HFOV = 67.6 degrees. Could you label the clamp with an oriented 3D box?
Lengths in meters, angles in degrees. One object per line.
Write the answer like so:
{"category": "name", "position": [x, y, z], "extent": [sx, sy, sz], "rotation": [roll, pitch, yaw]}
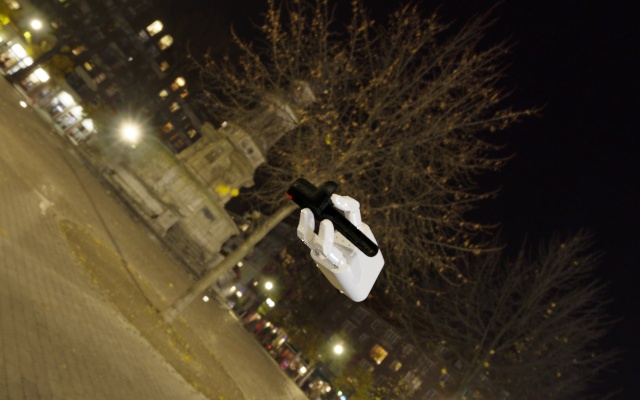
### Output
{"category": "clamp", "position": [0.000, 0.002, 0.807], "extent": [0.036, 0.165, 0.210], "rotation": [-43, 42, -15]}
